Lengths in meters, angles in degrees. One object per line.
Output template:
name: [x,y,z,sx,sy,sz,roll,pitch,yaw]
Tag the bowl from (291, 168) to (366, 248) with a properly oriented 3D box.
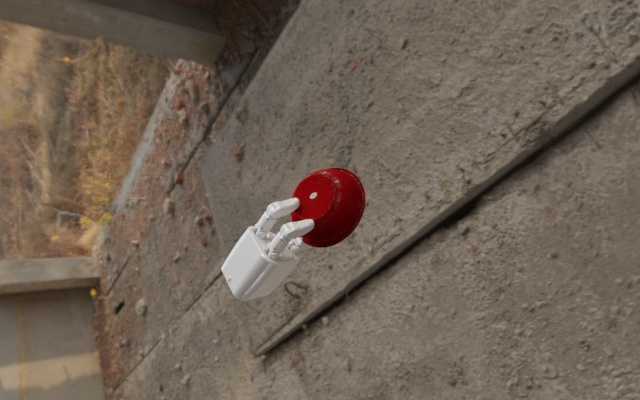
bowl: [0.001,0.002,0.887,0.162,0.162,0.055,0,-21,33]
